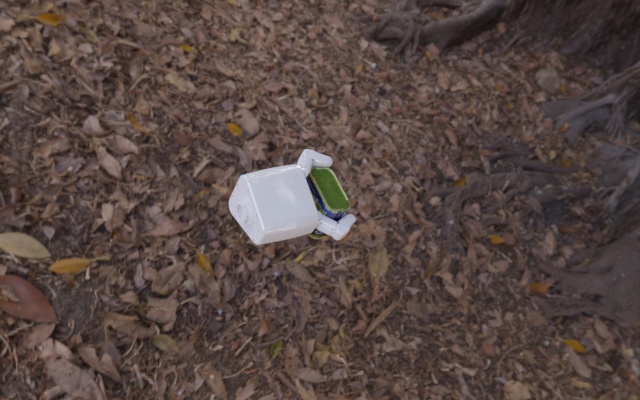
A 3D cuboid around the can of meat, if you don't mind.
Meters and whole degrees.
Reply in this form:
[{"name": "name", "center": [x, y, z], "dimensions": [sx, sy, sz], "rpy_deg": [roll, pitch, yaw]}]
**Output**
[{"name": "can of meat", "center": [0.000, 0.003, 0.850], "dimensions": [0.057, 0.102, 0.084], "rpy_deg": [-9, -31, -35]}]
